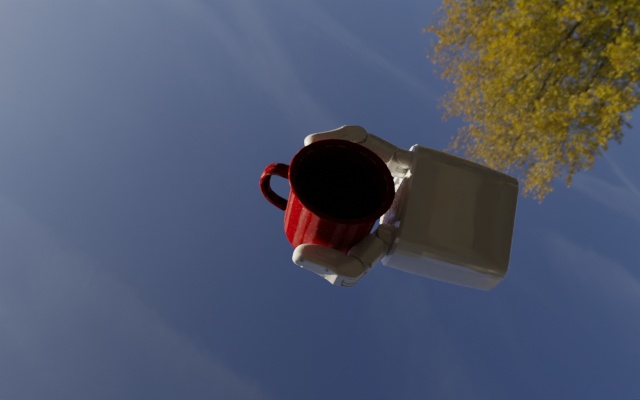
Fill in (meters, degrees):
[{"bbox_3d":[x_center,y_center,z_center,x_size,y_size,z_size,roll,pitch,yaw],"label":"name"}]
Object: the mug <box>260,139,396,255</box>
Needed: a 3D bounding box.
[{"bbox_3d":[-0.001,0.001,0.436,0.117,0.093,0.082,18,-38,0],"label":"mug"}]
